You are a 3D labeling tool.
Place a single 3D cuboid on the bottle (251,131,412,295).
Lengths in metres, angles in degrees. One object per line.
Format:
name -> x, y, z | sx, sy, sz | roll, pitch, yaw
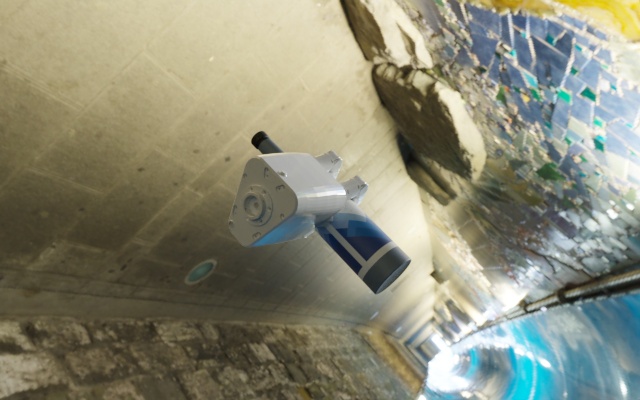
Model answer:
bottle -> 0.000, 0.002, 0.677 | 0.295, 0.069, 0.069 | 46, 20, 21
